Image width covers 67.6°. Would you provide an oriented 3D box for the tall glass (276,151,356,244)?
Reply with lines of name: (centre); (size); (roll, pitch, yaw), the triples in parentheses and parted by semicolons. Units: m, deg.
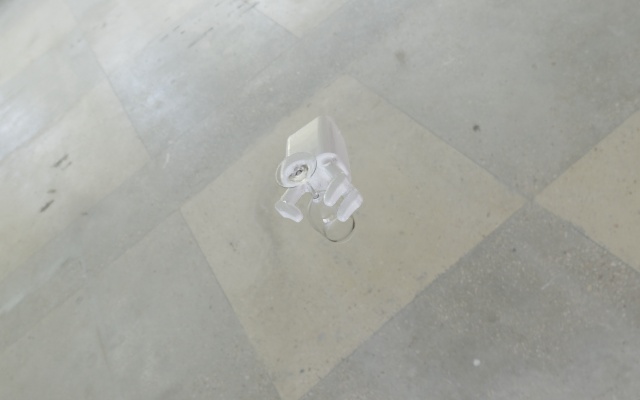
tall glass: (0.000, 0.003, 0.846); (0.079, 0.079, 0.201); (0, -33, 29)
